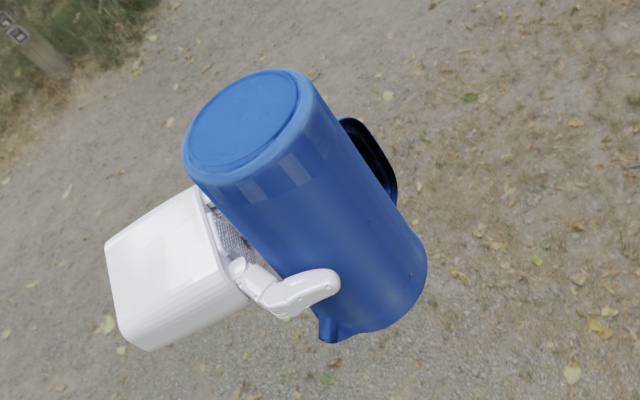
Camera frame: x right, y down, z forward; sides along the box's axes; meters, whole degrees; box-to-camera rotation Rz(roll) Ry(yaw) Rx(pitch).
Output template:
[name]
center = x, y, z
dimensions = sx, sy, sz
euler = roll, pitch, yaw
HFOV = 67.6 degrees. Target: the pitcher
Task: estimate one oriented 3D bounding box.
[pitcher]
center = 0.000, 0.001, 0.416
dimensions = 0.145, 0.149, 0.243
euler = -30, -44, 7
